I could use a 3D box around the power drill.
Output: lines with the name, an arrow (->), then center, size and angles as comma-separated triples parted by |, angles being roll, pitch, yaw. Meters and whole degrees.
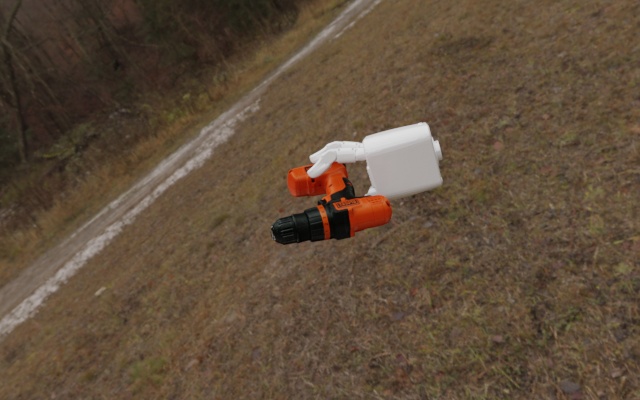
power drill -> 0.000, 0.002, 0.768 | 0.184, 0.057, 0.187 | -10, 29, -11
